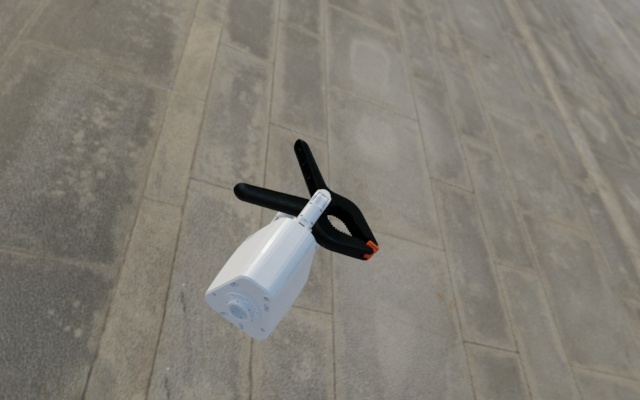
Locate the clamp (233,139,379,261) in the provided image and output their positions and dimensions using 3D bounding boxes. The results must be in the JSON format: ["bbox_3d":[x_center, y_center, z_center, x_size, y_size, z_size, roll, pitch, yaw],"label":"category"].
[{"bbox_3d":[0.001,0.002,0.688,0.036,0.210,0.164,-54,0,45],"label":"clamp"}]
